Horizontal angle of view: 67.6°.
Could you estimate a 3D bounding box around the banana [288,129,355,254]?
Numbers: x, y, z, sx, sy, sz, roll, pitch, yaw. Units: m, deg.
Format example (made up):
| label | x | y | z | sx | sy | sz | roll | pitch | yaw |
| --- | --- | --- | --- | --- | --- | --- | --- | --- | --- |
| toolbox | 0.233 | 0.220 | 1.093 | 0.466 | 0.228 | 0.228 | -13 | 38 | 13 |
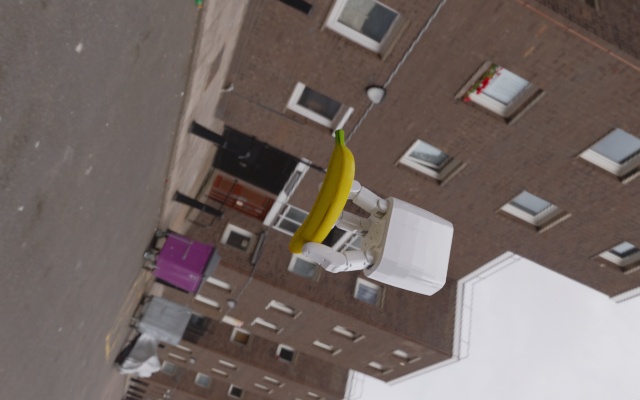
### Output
| label | x | y | z | sx | sy | sz | roll | pitch | yaw |
| --- | --- | --- | --- | --- | --- | --- | --- | --- | --- |
| banana | 0.003 | 0.009 | 0.628 | 0.037 | 0.198 | 0.069 | 17 | 27 | -16 |
